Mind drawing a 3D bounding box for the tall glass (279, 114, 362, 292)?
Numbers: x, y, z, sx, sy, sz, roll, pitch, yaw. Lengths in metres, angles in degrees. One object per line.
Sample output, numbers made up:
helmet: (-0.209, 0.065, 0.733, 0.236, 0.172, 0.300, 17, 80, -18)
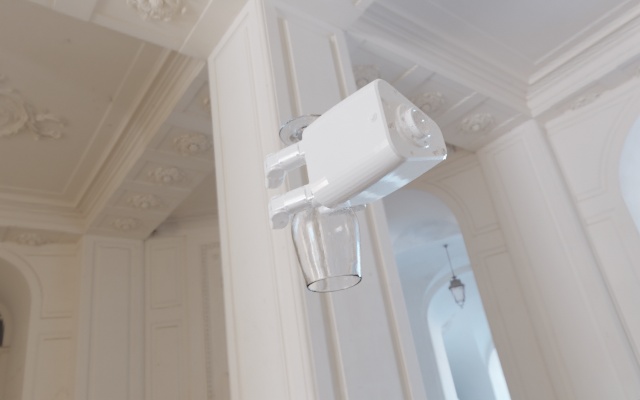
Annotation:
tall glass: (0.000, 0.001, 0.560, 0.079, 0.201, 0.079, -8, -24, -4)
